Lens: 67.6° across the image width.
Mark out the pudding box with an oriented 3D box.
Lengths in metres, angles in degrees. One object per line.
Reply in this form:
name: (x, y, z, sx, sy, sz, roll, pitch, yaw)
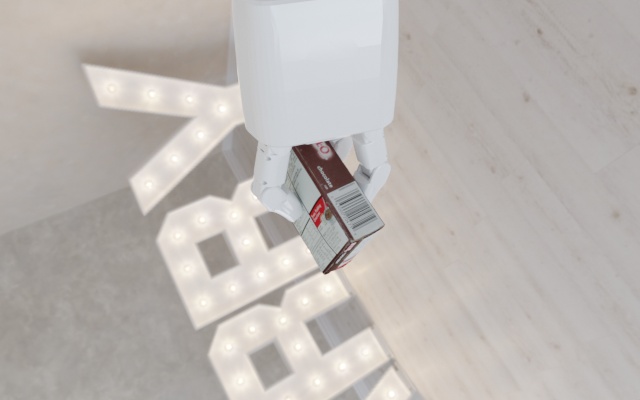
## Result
pudding box: (0.000, 0.001, 0.439, 0.039, 0.113, 0.090, -23, -18, -25)
